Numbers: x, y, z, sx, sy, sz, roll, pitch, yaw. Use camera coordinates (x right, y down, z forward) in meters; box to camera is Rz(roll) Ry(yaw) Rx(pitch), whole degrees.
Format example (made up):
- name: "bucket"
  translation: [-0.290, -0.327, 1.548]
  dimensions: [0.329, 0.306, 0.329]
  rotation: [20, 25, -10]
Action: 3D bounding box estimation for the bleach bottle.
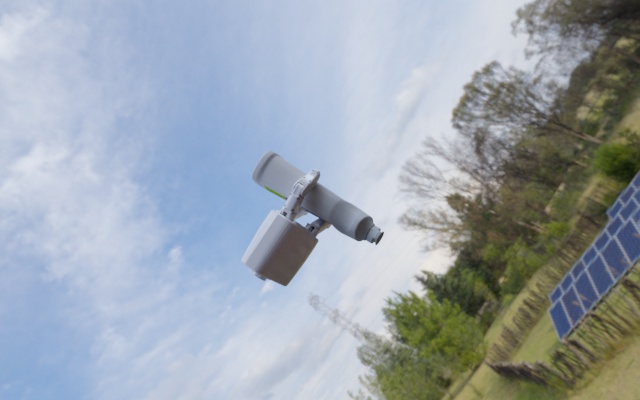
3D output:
- name: "bleach bottle"
  translation: [0.000, 0.003, 0.861]
  dimensions: [0.250, 0.068, 0.102]
  rotation: [31, -3, 20]
